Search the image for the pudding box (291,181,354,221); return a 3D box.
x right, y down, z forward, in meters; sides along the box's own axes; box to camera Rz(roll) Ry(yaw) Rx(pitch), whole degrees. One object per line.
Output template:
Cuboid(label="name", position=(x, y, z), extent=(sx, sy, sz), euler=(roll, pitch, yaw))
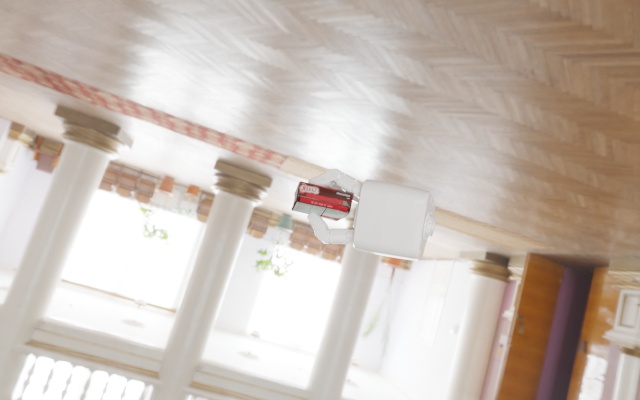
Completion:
Cuboid(label="pudding box", position=(0.000, 0.003, 0.800), extent=(0.090, 0.039, 0.113), euler=(14, -12, -5))
